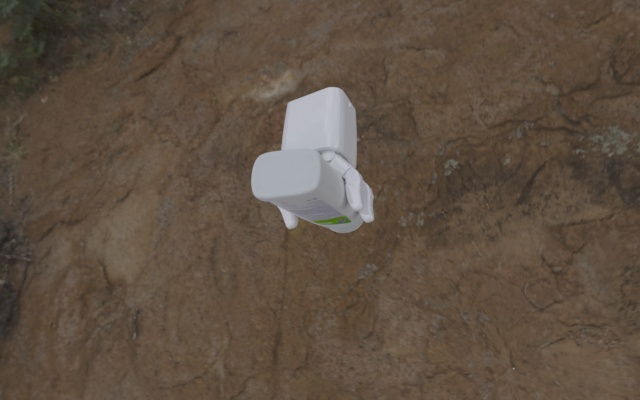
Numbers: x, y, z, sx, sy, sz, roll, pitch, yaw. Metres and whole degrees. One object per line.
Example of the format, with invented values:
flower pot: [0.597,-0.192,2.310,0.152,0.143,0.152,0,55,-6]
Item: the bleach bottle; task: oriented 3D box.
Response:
bleach bottle: [0.000,0.002,0.718,0.102,0.068,0.251,-5,-20,21]
